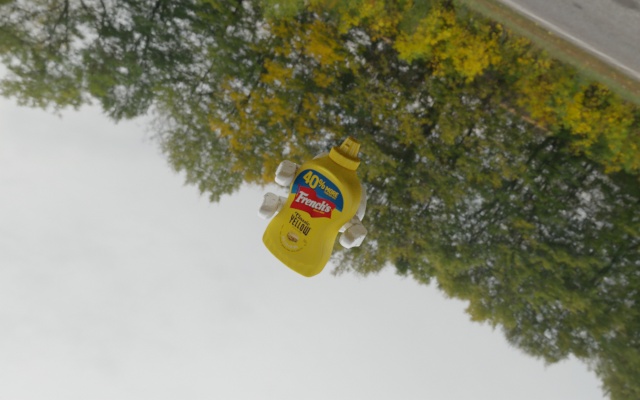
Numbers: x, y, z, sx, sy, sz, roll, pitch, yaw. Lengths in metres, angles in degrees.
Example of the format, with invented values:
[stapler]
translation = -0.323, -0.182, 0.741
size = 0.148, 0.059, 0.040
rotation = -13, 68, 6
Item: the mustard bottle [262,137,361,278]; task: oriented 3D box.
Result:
[mustard bottle]
translation = 0.000, 0.002, 0.639
size = 0.096, 0.192, 0.058
rotation = 37, 20, 22
